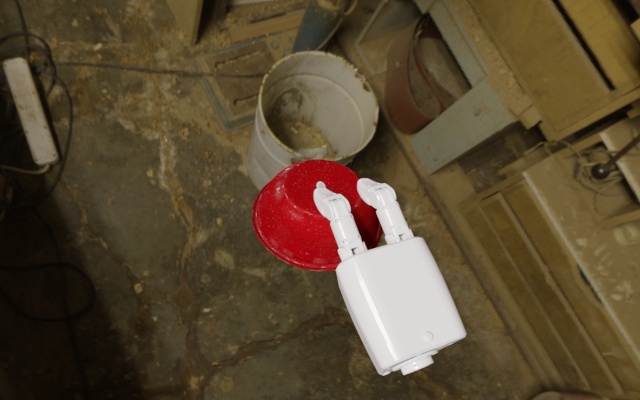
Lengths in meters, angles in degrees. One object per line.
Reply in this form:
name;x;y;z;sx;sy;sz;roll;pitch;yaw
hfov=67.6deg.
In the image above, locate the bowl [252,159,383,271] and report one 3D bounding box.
bowl;-0.001;0.001;0.566;0.162;0.162;0.055;0;-42;-8
